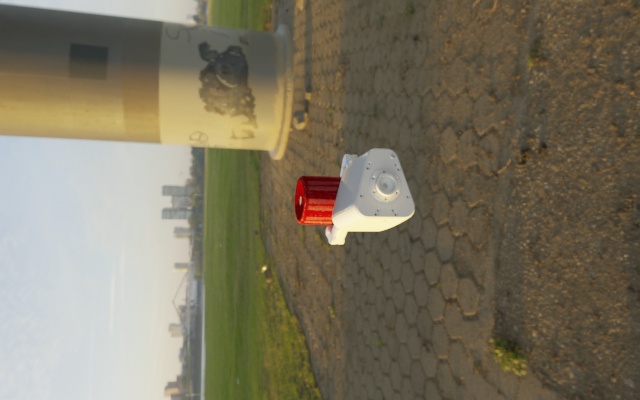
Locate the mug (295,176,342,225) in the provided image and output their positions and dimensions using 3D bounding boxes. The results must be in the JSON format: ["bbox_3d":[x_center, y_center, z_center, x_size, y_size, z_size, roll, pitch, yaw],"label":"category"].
[{"bbox_3d":[0.000,0.003,0.823,0.081,0.093,0.117,2,-13,-16],"label":"mug"}]
